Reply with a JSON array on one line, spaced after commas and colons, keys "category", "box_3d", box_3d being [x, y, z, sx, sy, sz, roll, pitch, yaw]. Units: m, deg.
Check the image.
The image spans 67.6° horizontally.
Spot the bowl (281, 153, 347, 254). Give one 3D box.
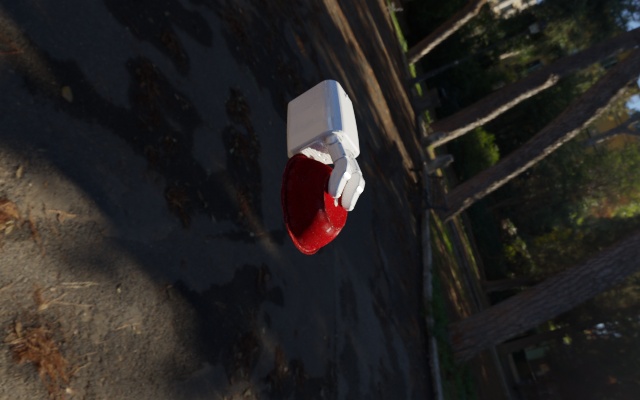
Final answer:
[{"category": "bowl", "box_3d": [0.001, 0.004, 0.749, 0.055, 0.162, 0.162, -6, -3, 24]}]
